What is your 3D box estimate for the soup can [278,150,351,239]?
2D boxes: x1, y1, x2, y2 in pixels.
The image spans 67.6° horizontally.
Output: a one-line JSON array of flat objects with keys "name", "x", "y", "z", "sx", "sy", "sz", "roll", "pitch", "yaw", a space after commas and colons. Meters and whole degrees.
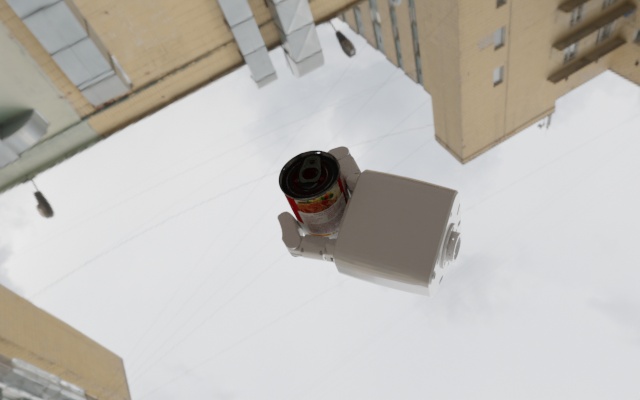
[{"name": "soup can", "x": 0.000, "y": 0.002, "z": 0.543, "sx": 0.068, "sy": 0.068, "sz": 0.102, "roll": 0, "pitch": -37, "yaw": 18}]
